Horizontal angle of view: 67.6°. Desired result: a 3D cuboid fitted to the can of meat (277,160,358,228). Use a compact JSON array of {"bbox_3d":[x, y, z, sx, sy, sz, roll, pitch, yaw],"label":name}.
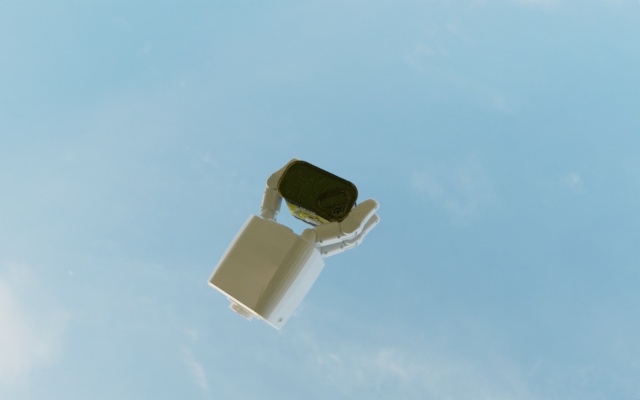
[{"bbox_3d":[0.000,0.002,0.637,0.102,0.057,0.084,25,-18,16],"label":"can of meat"}]
